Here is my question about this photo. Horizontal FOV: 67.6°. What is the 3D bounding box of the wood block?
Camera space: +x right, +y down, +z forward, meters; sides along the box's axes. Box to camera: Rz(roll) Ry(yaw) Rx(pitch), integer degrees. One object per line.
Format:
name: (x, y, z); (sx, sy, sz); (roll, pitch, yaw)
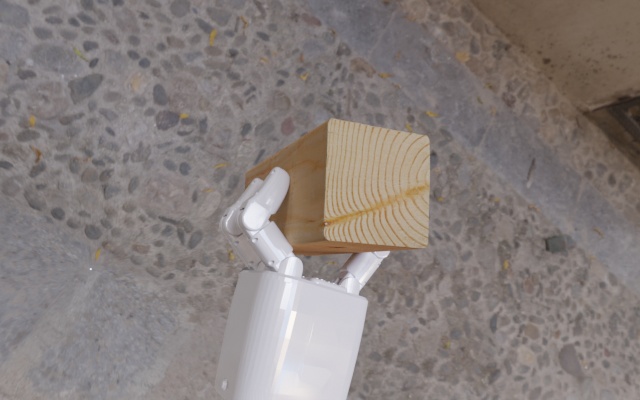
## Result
wood block: (0.000, 0.002, 0.440); (0.091, 0.090, 0.206); (7, -10, -25)
